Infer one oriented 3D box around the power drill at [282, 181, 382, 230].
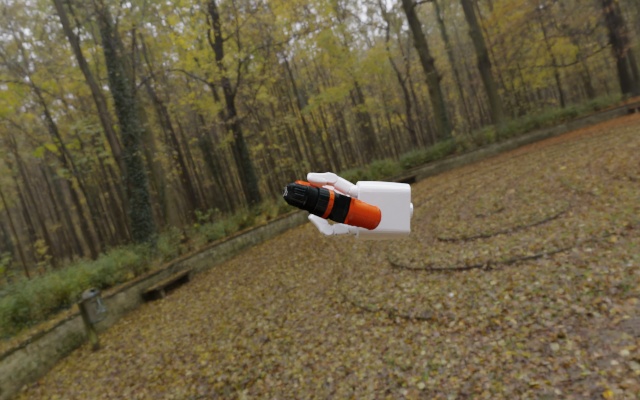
[{"bbox_3d":[0.000,0.003,0.892,0.184,0.057,0.187,19,2,-19],"label":"power drill"}]
